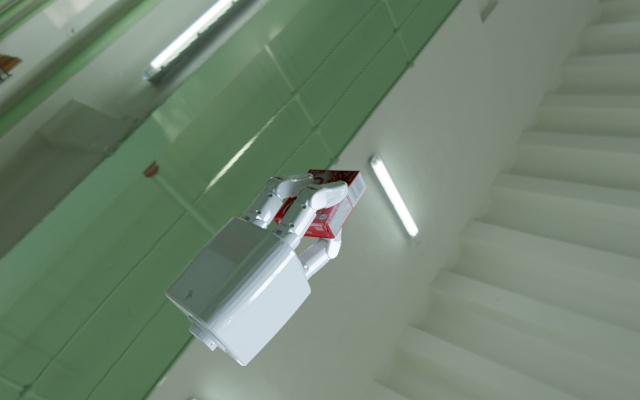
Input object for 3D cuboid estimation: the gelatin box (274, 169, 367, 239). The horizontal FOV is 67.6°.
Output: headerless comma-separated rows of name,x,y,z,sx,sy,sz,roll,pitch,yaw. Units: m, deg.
gelatin box,0.000,0.002,0.545,0.073,0.030,0.089,4,44,36
